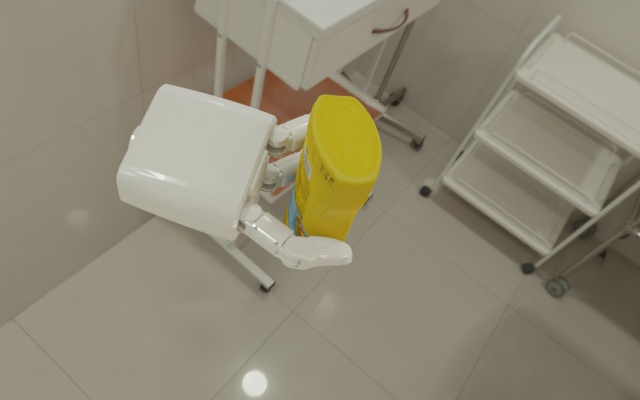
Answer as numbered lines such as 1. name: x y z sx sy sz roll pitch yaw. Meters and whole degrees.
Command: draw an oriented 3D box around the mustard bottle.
1. mustard bottle: 0.000 0.001 0.449 0.058 0.096 0.192 -1 -35 -16
